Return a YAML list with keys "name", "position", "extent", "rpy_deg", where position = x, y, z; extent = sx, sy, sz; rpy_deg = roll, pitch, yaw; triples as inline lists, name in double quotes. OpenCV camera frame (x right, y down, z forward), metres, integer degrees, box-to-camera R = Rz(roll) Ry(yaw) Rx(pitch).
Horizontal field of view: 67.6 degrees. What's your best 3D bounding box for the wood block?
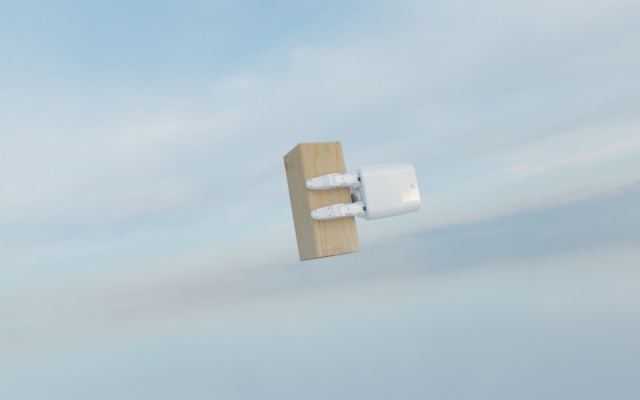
- name: "wood block"
  position: [0.000, 0.003, 0.894]
  extent: [0.090, 0.206, 0.091]
  rpy_deg: [-6, -9, -24]
